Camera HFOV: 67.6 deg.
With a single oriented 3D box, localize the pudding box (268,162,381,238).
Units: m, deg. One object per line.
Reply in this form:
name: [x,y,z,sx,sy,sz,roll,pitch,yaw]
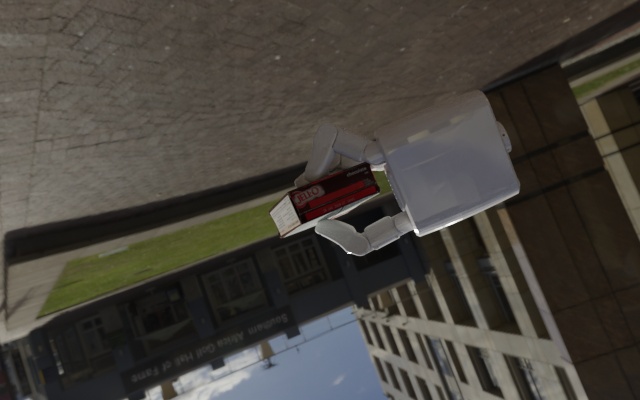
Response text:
pudding box: [0.000,0.002,0.502,0.090,0.039,0.113,-21,-7,-19]
